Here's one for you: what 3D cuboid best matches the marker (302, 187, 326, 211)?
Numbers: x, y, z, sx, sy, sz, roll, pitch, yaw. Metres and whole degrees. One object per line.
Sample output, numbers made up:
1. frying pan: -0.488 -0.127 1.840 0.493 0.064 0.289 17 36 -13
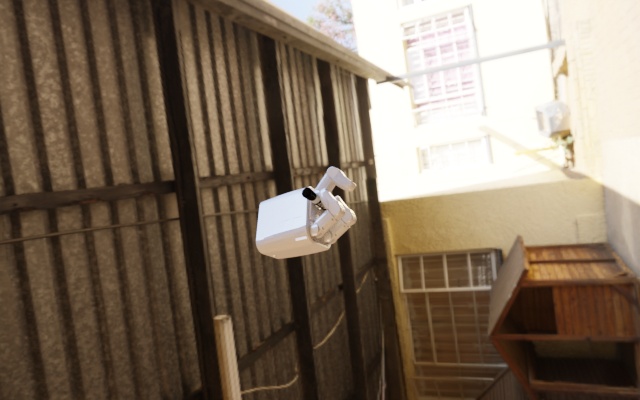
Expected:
1. marker: 0.000 0.003 0.837 0.020 0.020 0.121 0 -16 26
